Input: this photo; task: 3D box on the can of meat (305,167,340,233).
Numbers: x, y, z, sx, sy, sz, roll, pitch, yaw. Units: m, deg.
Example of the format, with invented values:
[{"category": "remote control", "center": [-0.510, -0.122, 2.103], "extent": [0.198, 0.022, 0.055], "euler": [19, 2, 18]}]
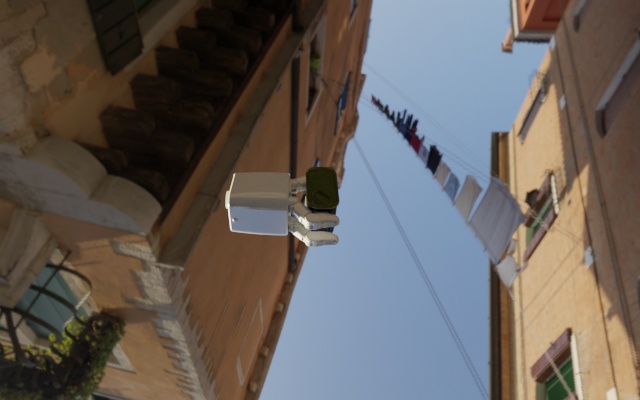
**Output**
[{"category": "can of meat", "center": [0.000, 0.003, 0.881], "extent": [0.057, 0.102, 0.084], "euler": [0, -42, -5]}]
